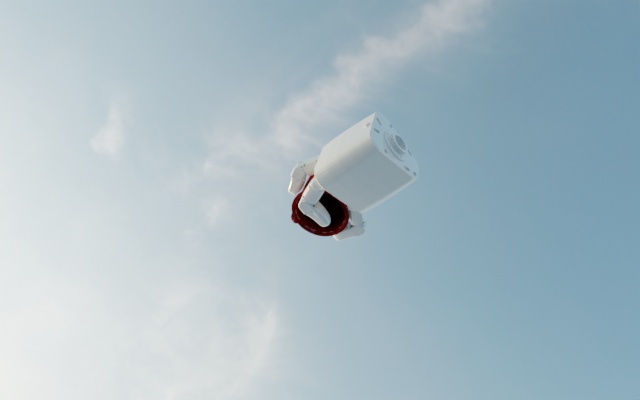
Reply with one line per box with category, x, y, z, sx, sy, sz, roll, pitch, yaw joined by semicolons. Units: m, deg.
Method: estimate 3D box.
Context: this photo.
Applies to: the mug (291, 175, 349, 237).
mug;-0.001;0.003;0.785;0.117;0.093;0.081;-29;22;33
